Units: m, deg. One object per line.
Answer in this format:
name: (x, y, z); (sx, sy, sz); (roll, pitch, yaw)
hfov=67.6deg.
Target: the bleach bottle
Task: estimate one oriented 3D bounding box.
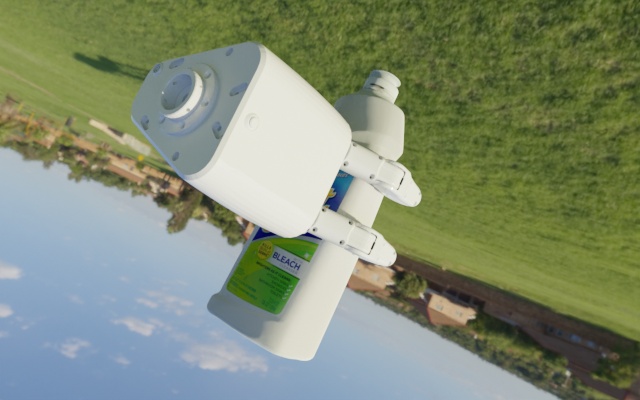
bleach bottle: (0.000, 0.001, 0.417); (0.102, 0.251, 0.068); (19, -9, 37)
